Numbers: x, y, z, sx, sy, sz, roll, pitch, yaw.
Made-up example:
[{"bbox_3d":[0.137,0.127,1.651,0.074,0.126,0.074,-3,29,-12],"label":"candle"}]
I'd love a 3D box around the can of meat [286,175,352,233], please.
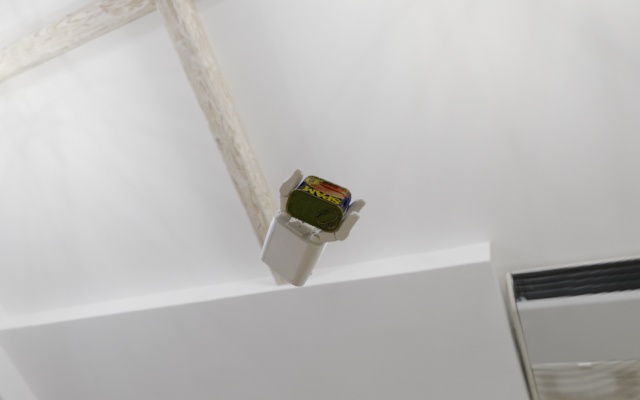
[{"bbox_3d":[0.000,0.003,0.861,0.102,0.057,0.084,23,28,7],"label":"can of meat"}]
